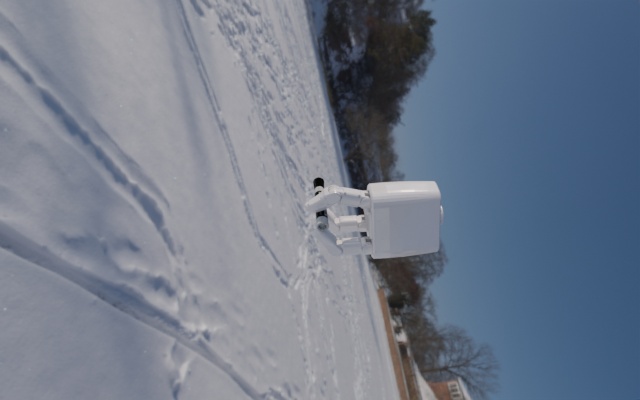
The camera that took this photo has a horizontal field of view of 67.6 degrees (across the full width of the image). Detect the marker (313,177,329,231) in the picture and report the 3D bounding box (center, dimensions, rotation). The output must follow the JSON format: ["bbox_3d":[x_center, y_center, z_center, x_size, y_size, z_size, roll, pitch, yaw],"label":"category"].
[{"bbox_3d":[0.000,0.002,0.761,0.020,0.020,0.121,0,38,-4],"label":"marker"}]
